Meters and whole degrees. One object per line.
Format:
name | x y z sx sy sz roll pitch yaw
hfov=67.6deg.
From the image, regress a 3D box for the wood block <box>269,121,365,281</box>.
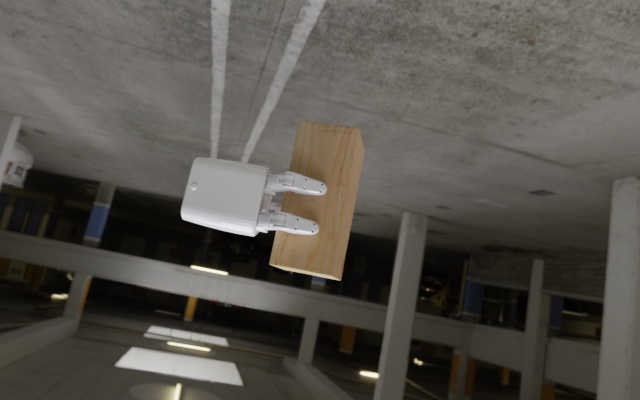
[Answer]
wood block | 0.000 0.002 0.688 0.090 0.206 0.091 9 -11 12
